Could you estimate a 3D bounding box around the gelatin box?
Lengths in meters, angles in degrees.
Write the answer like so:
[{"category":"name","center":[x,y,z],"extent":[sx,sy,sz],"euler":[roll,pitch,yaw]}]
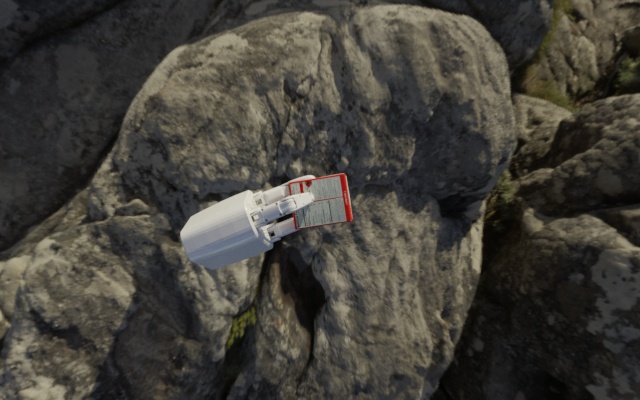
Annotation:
[{"category":"gelatin box","center":[0.000,0.002,0.724],"extent":[0.089,0.073,0.030],"euler":[-9,-3,7]}]
